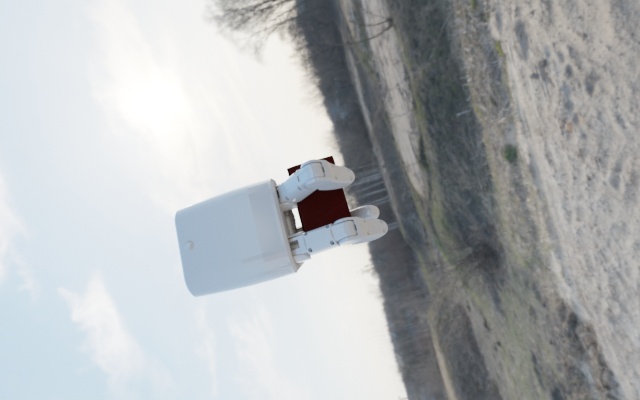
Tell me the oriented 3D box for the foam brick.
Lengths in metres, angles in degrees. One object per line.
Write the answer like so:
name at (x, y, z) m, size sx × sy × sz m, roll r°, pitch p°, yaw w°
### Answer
foam brick at (0.000, 0.001, 0.502) m, size 0.051 × 0.078 × 0.053 m, roll -16°, pitch -19°, yaw 0°
